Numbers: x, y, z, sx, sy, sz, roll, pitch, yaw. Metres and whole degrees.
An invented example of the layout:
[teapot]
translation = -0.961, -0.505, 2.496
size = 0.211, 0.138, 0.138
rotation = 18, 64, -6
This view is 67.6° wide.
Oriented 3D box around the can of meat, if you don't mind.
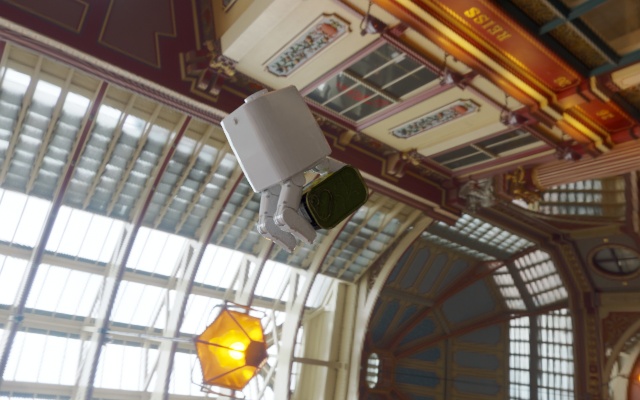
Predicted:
[can of meat]
translation = 0.000, 0.002, 0.641
size = 0.102, 0.057, 0.084
rotation = -36, 11, -37
